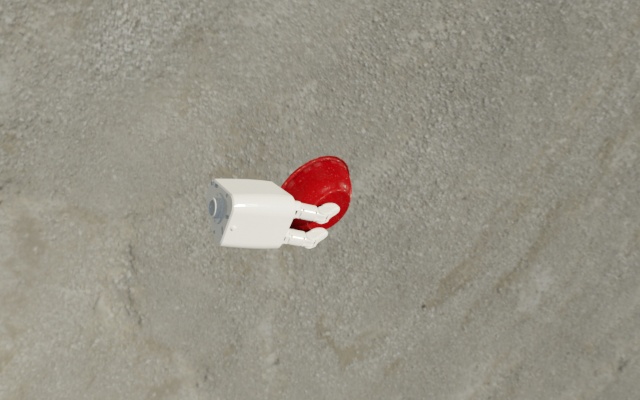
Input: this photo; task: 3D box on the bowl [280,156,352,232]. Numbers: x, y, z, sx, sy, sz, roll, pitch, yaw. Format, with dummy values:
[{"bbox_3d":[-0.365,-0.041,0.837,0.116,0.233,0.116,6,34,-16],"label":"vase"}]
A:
[{"bbox_3d":[0.001,0.003,0.841,0.162,0.162,0.055,0,37,-44],"label":"bowl"}]
